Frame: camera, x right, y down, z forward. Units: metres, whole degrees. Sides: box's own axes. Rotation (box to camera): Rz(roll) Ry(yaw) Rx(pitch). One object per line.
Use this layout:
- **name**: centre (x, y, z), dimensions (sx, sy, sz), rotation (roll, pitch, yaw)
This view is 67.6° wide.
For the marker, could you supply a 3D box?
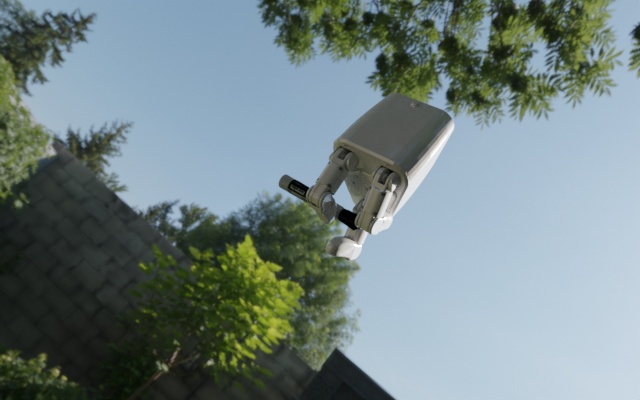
- **marker**: centre (0.000, 0.002, 0.568), dimensions (0.121, 0.020, 0.020), rotation (30, 15, 28)
